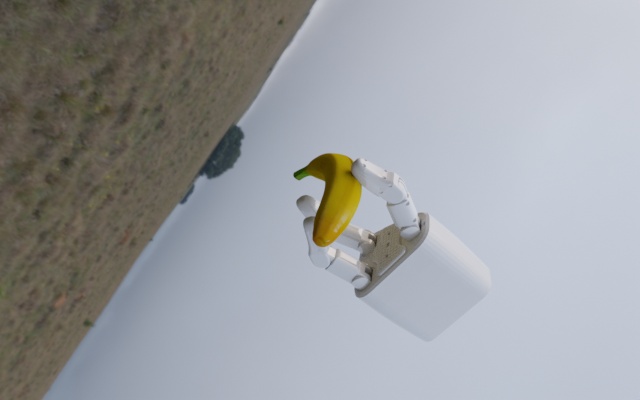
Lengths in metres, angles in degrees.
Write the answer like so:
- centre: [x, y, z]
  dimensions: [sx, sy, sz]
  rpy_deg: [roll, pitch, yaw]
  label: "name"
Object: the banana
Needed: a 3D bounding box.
- centre: [0.013, -0.013, 0.497]
  dimensions: [0.037, 0.069, 0.197]
  rpy_deg: [42, 9, -18]
  label: "banana"
